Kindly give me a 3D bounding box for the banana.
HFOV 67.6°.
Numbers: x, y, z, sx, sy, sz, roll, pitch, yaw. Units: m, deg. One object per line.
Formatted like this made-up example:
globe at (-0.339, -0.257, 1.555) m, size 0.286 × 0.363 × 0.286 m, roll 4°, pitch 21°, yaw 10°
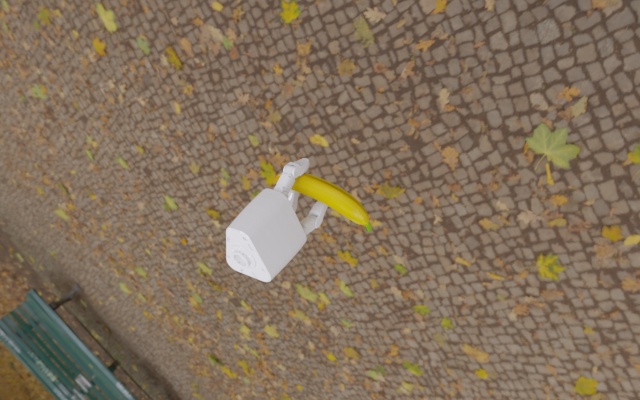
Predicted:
banana at (0.007, -0.006, 0.835) m, size 0.198 × 0.037 × 0.070 m, roll 31°, pitch -37°, yaw 8°
